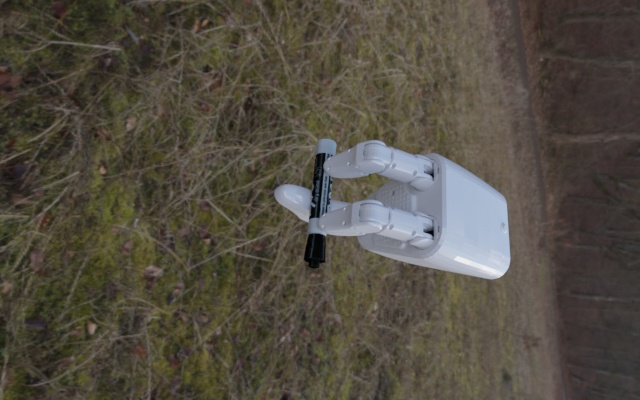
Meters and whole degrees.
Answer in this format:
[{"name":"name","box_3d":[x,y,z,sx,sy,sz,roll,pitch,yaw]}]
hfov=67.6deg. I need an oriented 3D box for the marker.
[{"name":"marker","box_3d":[0.000,0.001,0.429,0.020,0.121,0.020,5,-22,2]}]
